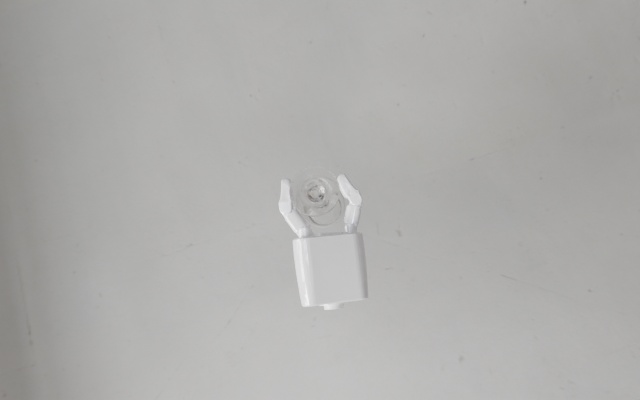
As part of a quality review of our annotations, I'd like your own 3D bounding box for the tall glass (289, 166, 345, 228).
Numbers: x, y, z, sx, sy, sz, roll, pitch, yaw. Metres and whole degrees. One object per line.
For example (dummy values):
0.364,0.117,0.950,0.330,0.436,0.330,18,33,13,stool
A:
0.000,0.002,0.789,0.079,0.079,0.201,0,-9,5,tall glass
